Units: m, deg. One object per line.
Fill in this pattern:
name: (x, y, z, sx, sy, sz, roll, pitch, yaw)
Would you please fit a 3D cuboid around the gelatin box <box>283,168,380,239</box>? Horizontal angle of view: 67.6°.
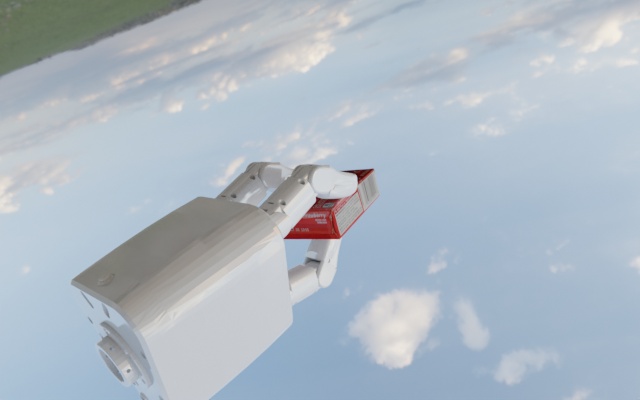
gelatin box: (0.000, 0.002, 0.414, 0.073, 0.030, 0.089, -1, 24, 32)
